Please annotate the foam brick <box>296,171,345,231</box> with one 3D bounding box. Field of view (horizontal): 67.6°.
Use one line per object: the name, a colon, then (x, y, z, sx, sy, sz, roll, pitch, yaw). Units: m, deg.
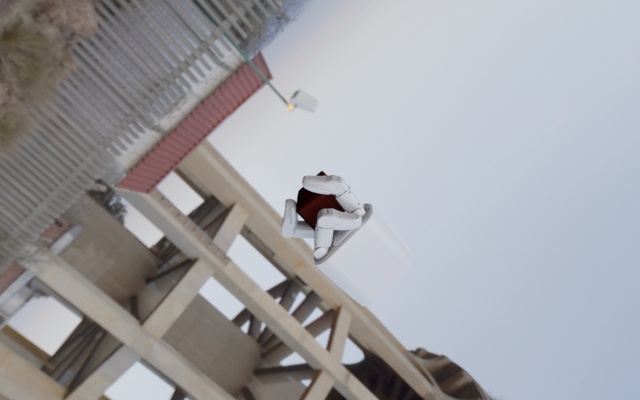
foam brick: (0.000, 0.002, 0.710, 0.053, 0.051, 0.078, -39, 20, 18)
